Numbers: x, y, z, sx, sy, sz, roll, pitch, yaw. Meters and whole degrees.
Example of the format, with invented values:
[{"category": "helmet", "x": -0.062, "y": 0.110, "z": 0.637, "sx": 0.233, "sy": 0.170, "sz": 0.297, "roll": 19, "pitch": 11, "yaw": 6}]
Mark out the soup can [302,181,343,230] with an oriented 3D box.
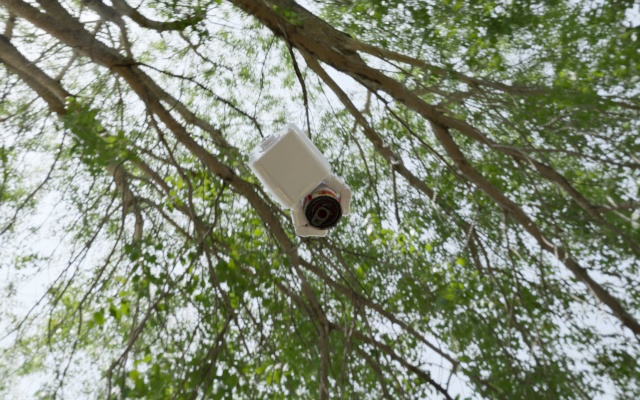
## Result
[{"category": "soup can", "x": 0.000, "y": 0.003, "z": 0.886, "sx": 0.068, "sy": 0.068, "sz": 0.102, "roll": 0, "pitch": 22, "yaw": -7}]
